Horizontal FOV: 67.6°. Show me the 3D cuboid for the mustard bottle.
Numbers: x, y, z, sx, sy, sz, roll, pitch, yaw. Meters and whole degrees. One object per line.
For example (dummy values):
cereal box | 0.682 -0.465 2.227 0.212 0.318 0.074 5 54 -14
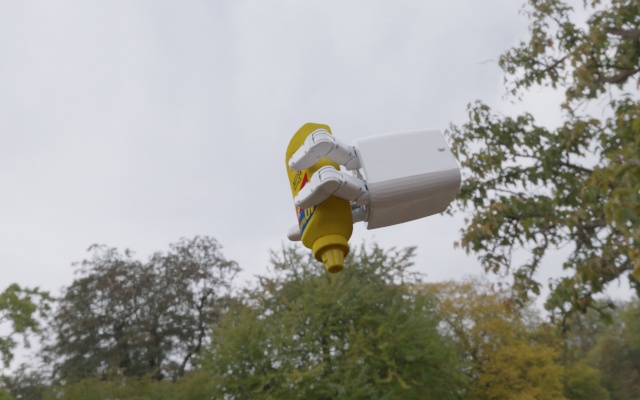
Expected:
mustard bottle | 0.000 0.002 0.578 0.058 0.191 0.096 5 -41 -22
